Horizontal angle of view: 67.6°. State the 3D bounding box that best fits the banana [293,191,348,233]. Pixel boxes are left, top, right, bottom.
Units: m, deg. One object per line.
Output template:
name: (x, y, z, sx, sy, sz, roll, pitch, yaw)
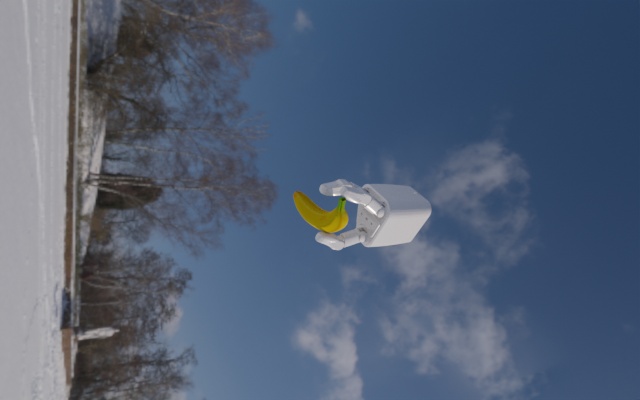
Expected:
banana: (0.002, 0.022, 0.881, 0.037, 0.069, 0.198, -2, 5, -29)
